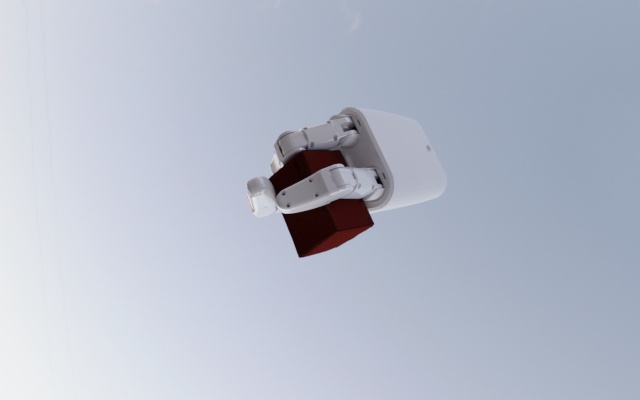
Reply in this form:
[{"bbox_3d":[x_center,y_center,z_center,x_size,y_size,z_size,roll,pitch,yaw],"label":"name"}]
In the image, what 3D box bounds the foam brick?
[{"bbox_3d":[0.000,0.002,0.414,0.051,0.078,0.053,-5,-24,-48],"label":"foam brick"}]
